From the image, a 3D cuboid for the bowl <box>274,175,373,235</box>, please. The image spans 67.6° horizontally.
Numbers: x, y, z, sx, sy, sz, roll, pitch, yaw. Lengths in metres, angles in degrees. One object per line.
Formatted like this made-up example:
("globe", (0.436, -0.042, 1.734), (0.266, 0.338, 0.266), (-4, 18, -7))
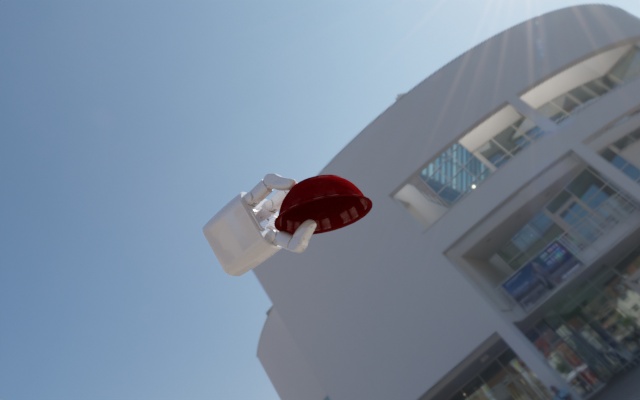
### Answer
("bowl", (0.001, 0.002, 0.779), (0.162, 0.055, 0.162), (-11, -22, -4))
